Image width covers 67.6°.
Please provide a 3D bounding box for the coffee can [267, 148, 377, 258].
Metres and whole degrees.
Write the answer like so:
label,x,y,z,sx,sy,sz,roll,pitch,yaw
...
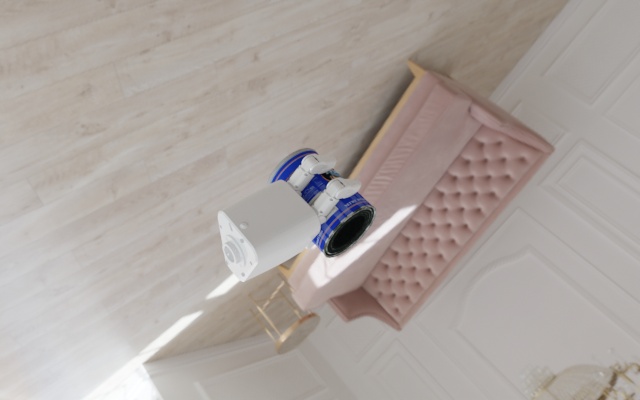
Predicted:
label,x,y,z,sx,sy,sz,roll,pitch,yaw
coffee can,0.000,0.002,0.726,0.140,0.103,0.103,45,23,25
